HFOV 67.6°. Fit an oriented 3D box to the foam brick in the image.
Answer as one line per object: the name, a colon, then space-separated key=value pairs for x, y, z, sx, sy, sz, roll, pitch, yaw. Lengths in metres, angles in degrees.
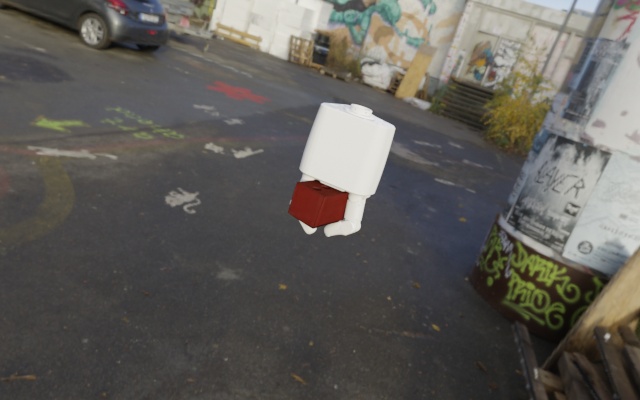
foam brick: x=0.000 y=0.002 z=0.702 sx=0.053 sy=0.051 sz=0.078 roll=30 pitch=23 yaw=29
